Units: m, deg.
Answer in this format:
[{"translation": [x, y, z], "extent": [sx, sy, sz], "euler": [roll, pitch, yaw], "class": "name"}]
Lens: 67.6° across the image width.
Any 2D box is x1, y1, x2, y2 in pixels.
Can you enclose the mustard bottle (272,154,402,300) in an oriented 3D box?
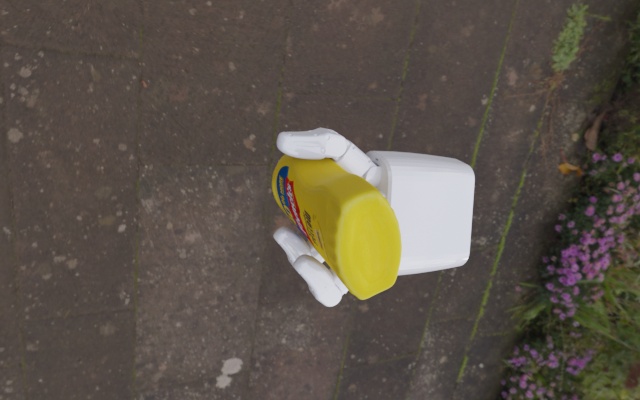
[{"translation": [0.000, 0.002, 0.438], "extent": [0.058, 0.096, 0.191], "euler": [-24, 31, -15], "class": "mustard bottle"}]
